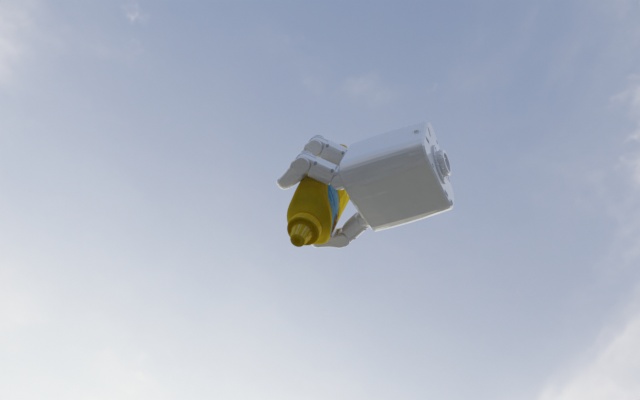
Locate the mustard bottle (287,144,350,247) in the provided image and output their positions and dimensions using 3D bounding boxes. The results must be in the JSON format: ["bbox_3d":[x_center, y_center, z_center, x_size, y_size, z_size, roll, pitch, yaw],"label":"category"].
[{"bbox_3d":[0.000,0.002,0.631,0.058,0.096,0.191,7,30,14],"label":"mustard bottle"}]
